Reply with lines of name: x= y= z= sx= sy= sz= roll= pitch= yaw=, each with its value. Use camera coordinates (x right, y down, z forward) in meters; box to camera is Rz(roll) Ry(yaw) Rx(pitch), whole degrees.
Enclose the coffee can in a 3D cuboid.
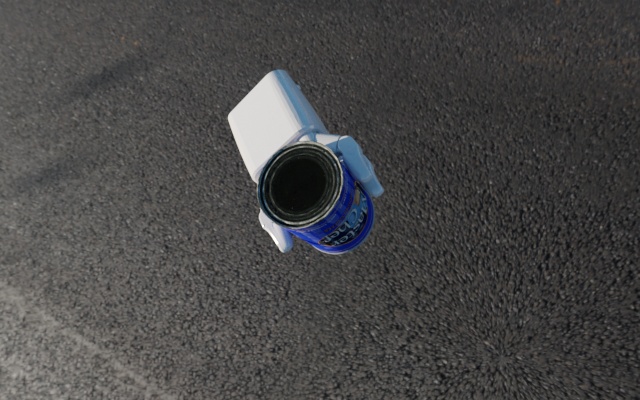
coffee can: x=0.000 y=0.002 z=0.581 sx=0.103 sy=0.102 sz=0.140 roll=0 pitch=-17 yaw=21
